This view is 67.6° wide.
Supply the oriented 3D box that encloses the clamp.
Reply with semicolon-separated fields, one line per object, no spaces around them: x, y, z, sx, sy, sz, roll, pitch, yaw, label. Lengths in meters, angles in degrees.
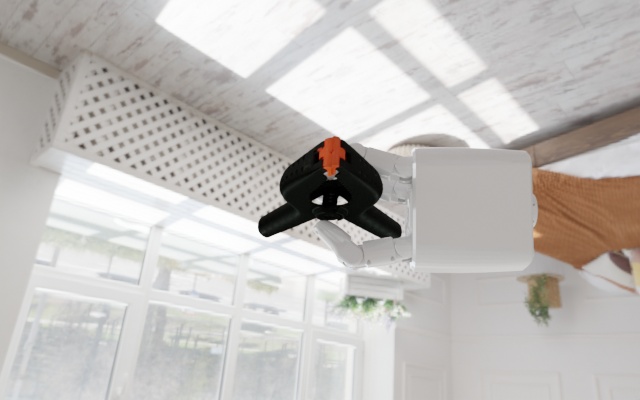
0.000;0.002;0.471;0.164;0.036;0.210;-1;-22;7;clamp
